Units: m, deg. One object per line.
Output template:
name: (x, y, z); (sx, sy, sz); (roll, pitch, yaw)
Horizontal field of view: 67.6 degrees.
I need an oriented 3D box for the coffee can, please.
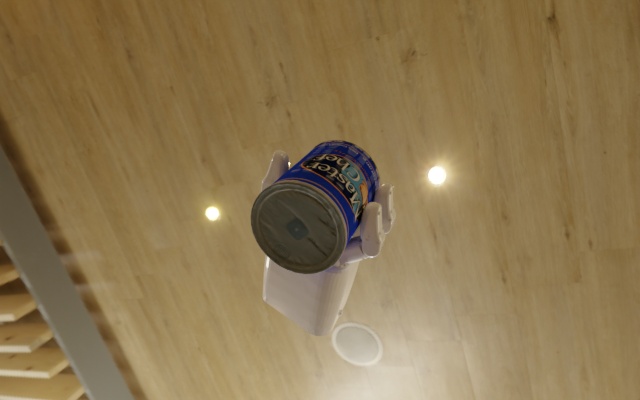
coffee can: (0.000, 0.002, 0.531); (0.103, 0.103, 0.140); (0, 24, 22)
